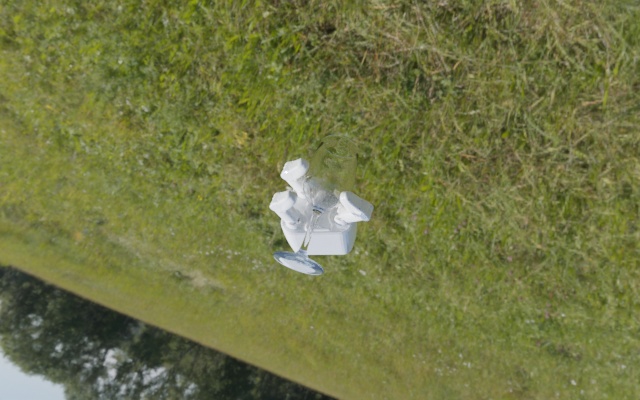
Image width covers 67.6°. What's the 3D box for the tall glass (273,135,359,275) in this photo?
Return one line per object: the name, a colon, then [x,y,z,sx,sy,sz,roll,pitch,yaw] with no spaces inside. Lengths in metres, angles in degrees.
tall glass: [0.000,0.003,0.700,0.079,0.201,0.079,17,-24,8]
